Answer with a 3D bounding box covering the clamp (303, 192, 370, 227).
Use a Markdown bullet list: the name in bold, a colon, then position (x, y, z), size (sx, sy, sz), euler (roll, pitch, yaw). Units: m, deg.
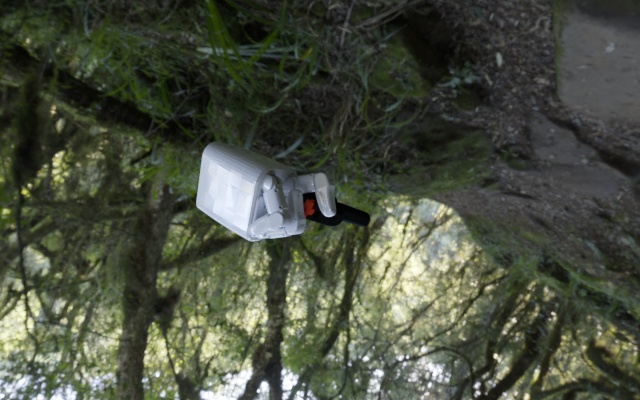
- **clamp**: position (0.000, 0.003, 0.728), size (0.120, 0.039, 0.171), euler (29, 8, 24)
